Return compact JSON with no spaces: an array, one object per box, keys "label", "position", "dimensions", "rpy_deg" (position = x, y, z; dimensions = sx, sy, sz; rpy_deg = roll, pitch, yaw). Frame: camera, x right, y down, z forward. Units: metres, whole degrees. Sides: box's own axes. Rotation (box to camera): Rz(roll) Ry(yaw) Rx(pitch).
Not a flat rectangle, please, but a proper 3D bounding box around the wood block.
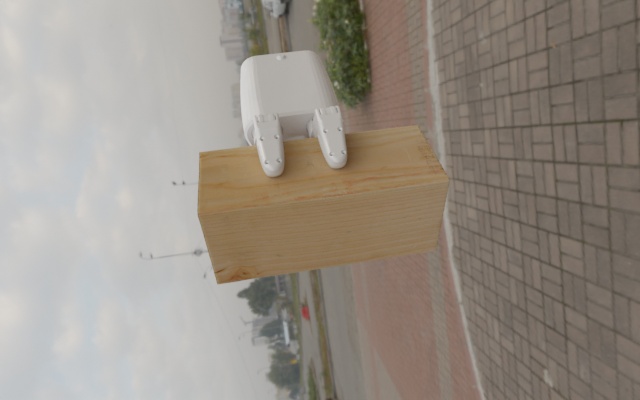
[{"label":"wood block","position":[0.000,0.001,0.443],"dimensions":[0.206,0.091,0.090],"rpy_deg":[-8,42,-6]}]
